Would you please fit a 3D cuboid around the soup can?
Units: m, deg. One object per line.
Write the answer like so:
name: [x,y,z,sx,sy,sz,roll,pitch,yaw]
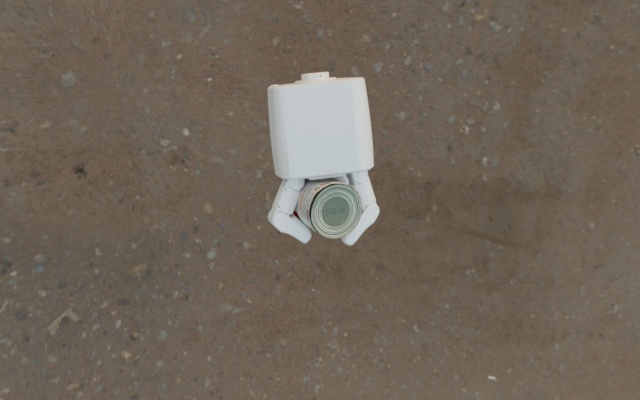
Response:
soup can: [0.000,0.002,0.590,0.068,0.068,0.102,0,12,-23]
